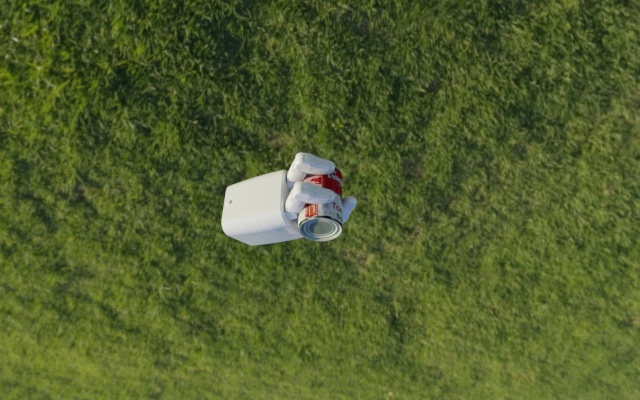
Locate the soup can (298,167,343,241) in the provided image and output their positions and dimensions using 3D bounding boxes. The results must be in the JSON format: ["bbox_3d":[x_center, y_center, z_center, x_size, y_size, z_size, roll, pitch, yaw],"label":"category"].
[{"bbox_3d":[0.001,0.003,0.730,0.068,0.102,0.069,0,-36,0],"label":"soup can"}]
